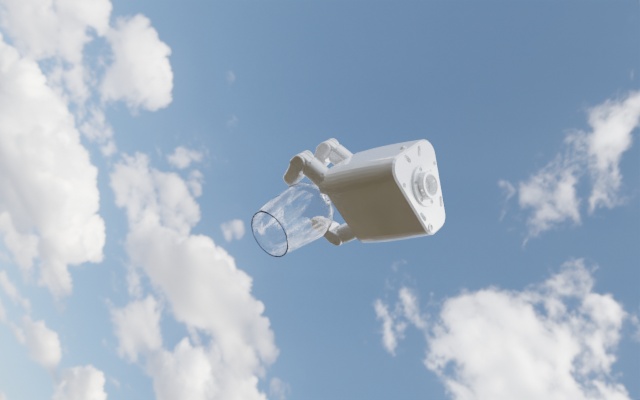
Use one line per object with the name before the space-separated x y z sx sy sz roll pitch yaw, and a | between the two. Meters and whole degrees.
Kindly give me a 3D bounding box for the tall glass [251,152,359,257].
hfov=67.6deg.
tall glass | 0.000 0.002 0.639 0.079 0.079 0.201 0 23 43
